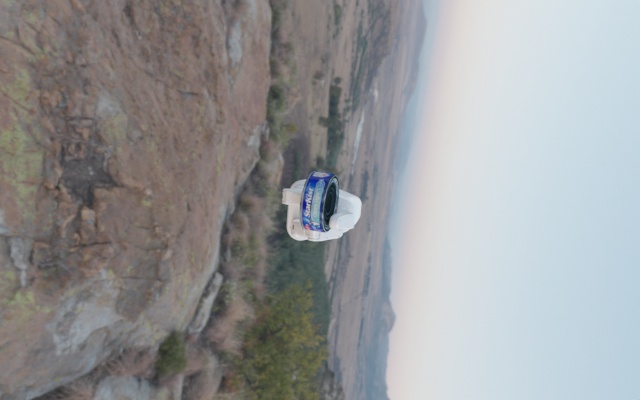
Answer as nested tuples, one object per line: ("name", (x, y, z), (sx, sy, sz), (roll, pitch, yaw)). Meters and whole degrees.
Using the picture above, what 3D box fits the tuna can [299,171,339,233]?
("tuna can", (0.001, 0.002, 0.682), (0.034, 0.086, 0.086), (9, 2, 15))
